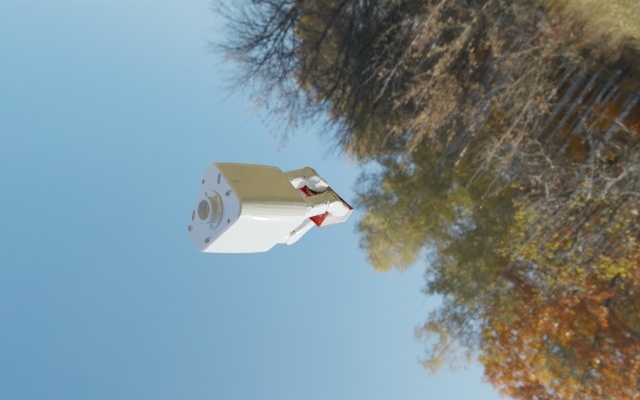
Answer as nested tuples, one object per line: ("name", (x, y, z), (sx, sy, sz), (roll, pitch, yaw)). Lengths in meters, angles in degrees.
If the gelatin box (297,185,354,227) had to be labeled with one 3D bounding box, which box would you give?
("gelatin box", (0.000, 0.003, 0.725), (0.073, 0.030, 0.089), (43, 22, 20))
